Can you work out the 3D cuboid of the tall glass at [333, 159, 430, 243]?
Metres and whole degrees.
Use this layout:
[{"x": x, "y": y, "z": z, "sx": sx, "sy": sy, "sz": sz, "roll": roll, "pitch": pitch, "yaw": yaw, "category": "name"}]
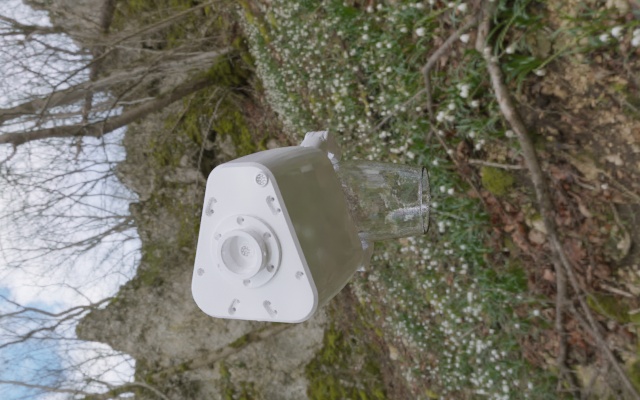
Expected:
[{"x": -0.001, "y": 0.001, "z": 0.457, "sx": 0.201, "sy": 0.079, "sz": 0.079, "roll": -1, "pitch": 0, "yaw": 19, "category": "tall glass"}]
